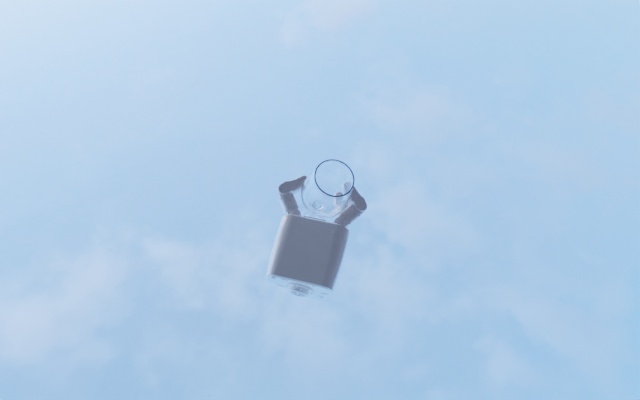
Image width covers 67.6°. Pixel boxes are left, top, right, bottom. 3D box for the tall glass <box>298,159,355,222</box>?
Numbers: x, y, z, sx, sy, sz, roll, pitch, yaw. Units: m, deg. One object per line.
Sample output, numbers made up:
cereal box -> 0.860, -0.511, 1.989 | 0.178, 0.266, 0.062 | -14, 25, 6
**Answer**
tall glass -> 0.000, 0.003, 0.798 | 0.079, 0.079, 0.201 | 0, -22, -13
